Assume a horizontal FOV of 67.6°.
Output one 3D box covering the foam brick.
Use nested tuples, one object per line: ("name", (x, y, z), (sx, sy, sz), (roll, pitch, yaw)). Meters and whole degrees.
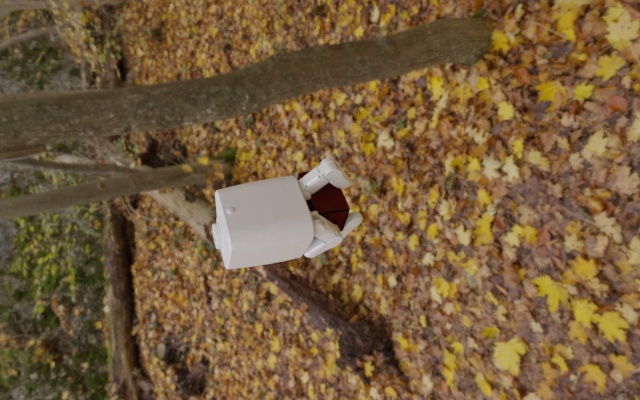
("foam brick", (0.000, 0.002, 0.663), (0.051, 0.078, 0.053), (-9, -38, -19))
